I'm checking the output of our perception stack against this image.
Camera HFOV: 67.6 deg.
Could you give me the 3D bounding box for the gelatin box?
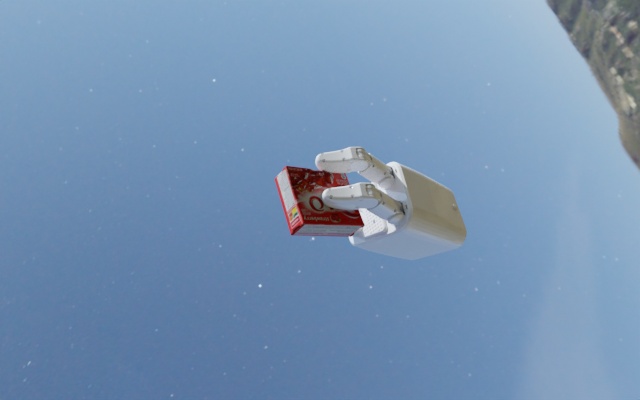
[{"bbox_3d":[0.000,0.002,0.533,0.089,0.073,0.030,4,-34,-37],"label":"gelatin box"}]
